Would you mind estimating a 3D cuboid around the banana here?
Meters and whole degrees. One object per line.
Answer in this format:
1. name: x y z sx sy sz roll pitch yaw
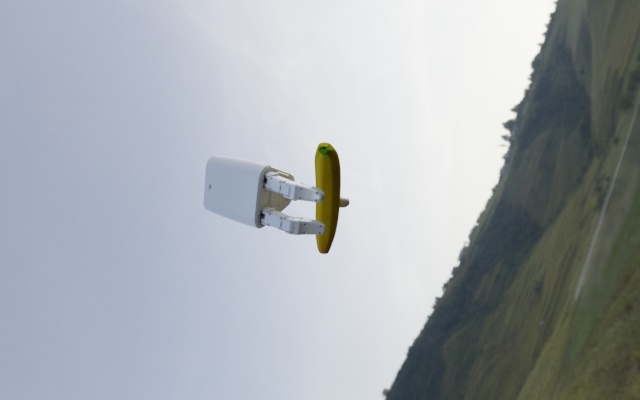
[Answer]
1. banana: 0.007 -0.011 0.711 0.037 0.198 0.069 12 40 18
